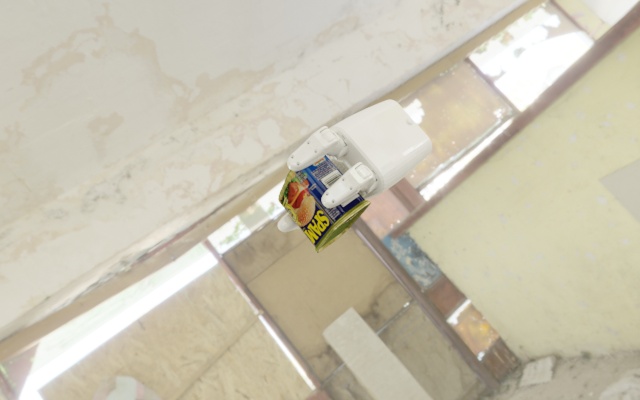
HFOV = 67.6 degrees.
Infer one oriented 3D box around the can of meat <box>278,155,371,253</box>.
[{"bbox_3d":[0.000,0.002,0.559,0.057,0.084,0.102,-34,-11,-28],"label":"can of meat"}]
